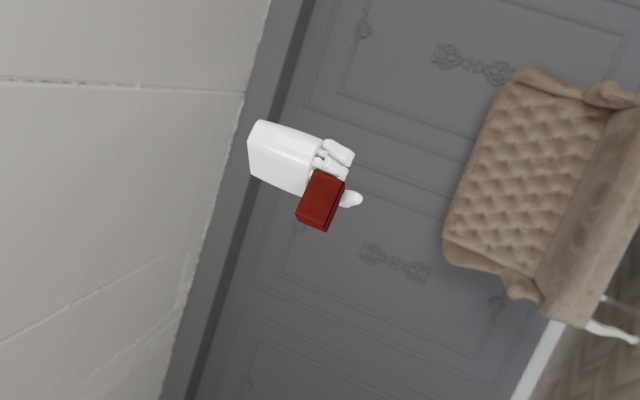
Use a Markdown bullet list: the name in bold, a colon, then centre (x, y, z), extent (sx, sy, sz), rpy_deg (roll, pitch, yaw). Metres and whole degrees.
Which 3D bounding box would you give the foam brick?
- **foam brick**: centre (0.000, 0.003, 0.735), extent (0.051, 0.078, 0.053), rpy_deg (22, -13, 8)
